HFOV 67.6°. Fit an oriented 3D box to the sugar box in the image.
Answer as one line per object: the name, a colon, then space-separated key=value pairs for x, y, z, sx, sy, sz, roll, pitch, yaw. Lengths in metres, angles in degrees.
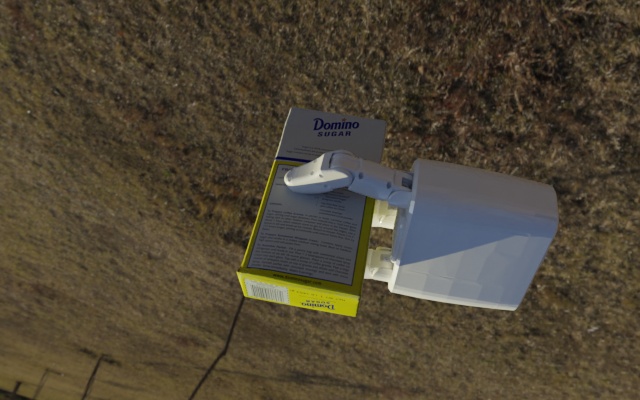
sugar box: x=0.000 y=0.002 z=0.404 sx=0.093 sy=0.176 sz=0.048 roll=10 pitch=-37 yaw=6
